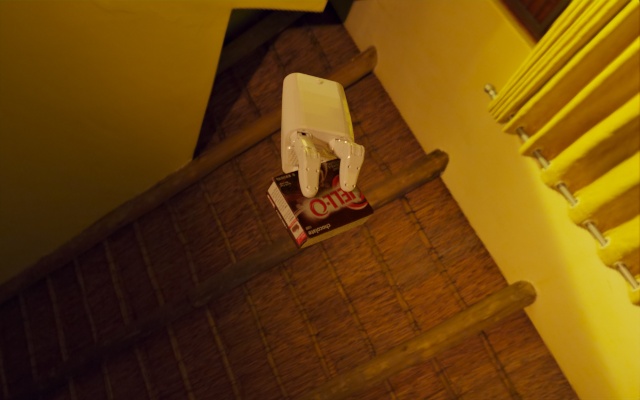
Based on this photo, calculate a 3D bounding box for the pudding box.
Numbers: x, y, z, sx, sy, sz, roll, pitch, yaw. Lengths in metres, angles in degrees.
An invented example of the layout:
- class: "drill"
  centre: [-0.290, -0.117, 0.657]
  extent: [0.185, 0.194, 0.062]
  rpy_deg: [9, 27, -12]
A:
- class: "pudding box"
  centre: [0.000, 0.002, 0.603]
  extent: [0.113, 0.090, 0.039]
  rpy_deg: [-21, -21, -34]
